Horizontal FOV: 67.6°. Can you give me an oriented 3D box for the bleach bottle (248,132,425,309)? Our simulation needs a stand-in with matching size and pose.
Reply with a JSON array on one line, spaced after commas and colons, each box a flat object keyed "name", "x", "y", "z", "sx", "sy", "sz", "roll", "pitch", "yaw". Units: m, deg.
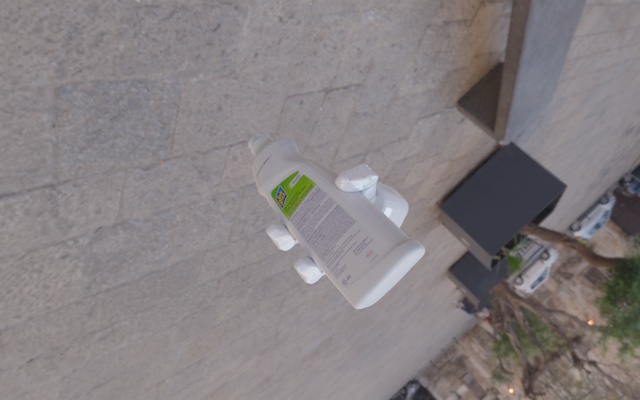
[{"name": "bleach bottle", "x": 0.000, "y": 0.002, "z": 0.566, "sx": 0.250, "sy": 0.102, "sz": 0.068, "roll": 48, "pitch": 18, "yaw": 23}]
